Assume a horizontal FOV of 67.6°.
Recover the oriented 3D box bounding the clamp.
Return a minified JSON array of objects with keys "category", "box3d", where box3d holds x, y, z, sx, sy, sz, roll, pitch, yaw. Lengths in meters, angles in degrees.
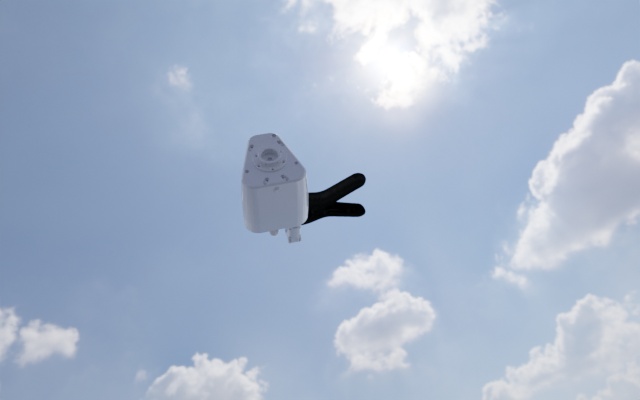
[{"category":"clamp","box3d":[0.000,0.002,0.794,0.171,0.039,0.120,-11,-36,-12]}]
